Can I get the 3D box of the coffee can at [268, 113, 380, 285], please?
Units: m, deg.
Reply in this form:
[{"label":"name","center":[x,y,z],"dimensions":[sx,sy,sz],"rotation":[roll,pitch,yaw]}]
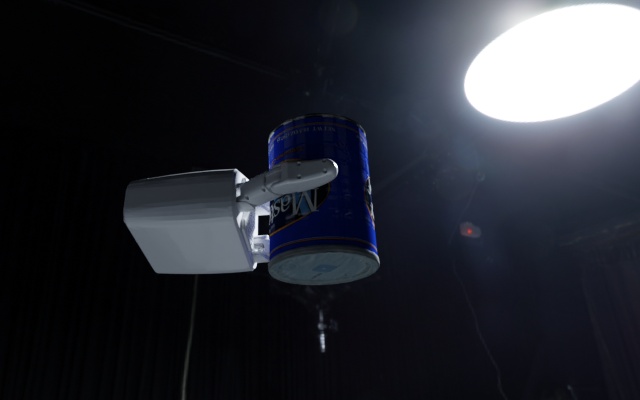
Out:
[{"label":"coffee can","center":[0.000,0.002,0.469],"dimensions":[0.103,0.140,0.103],"rotation":[-2,-25,-1]}]
